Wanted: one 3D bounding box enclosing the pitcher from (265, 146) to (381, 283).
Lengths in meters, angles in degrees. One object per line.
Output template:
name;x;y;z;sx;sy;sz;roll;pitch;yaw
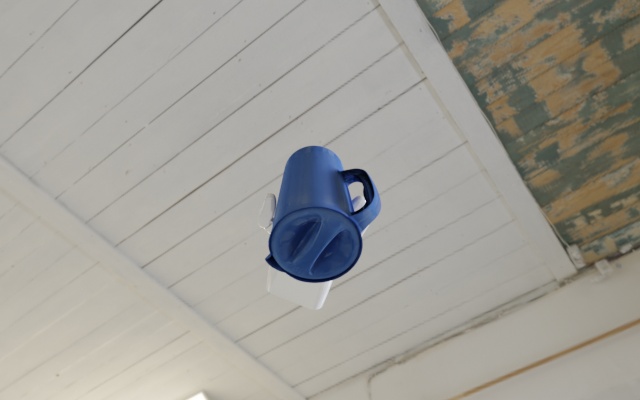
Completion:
pitcher;0.000;0.003;0.766;0.149;0.145;0.242;10;30;-7
